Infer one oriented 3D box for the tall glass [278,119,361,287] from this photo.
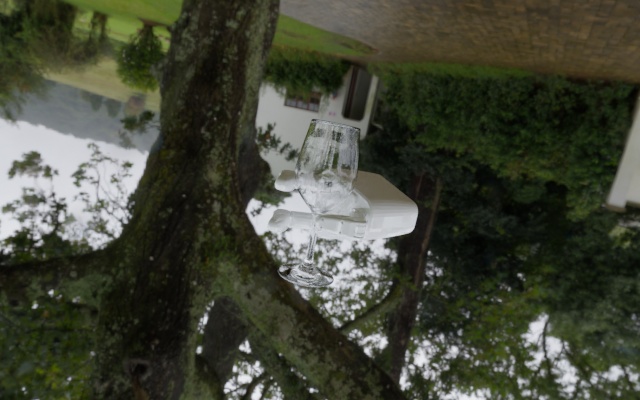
[{"bbox_3d":[0.000,0.003,0.603,0.079,0.201,0.079,11,12,-2],"label":"tall glass"}]
